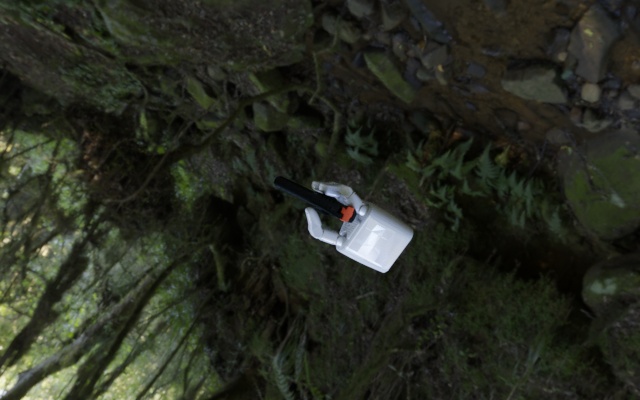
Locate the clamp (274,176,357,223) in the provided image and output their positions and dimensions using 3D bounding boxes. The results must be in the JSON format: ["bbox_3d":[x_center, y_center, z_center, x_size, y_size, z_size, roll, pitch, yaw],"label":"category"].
[{"bbox_3d":[0.000,0.004,0.896,0.164,0.036,0.210,26,-2,-17],"label":"clamp"}]
